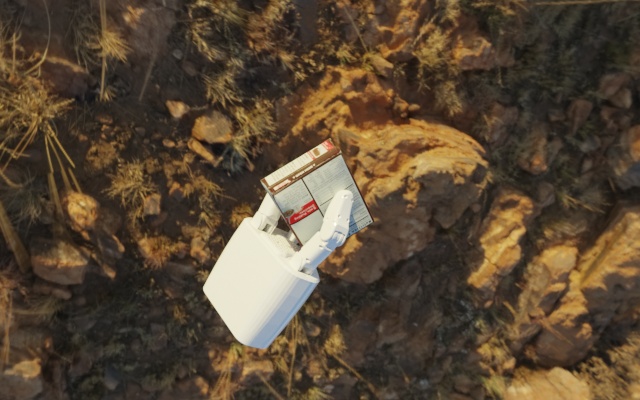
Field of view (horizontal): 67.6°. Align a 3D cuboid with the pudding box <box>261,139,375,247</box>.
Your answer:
[{"bbox_3d":[0.000,0.002,0.535,0.090,0.114,0.039,-32,38,-5],"label":"pudding box"}]
